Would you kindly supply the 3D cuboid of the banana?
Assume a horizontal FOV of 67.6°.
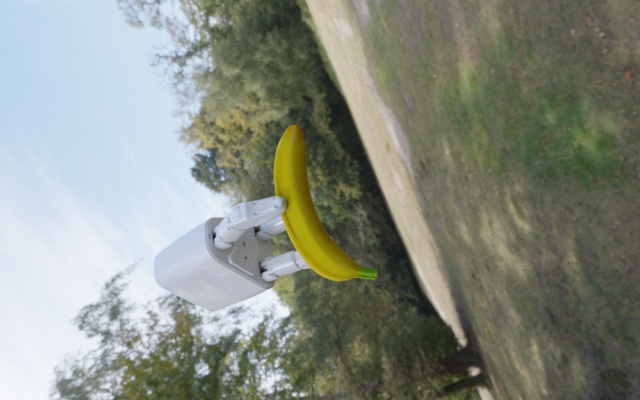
[{"bbox_3d":[-0.013,0.010,0.523,0.069,0.197,0.037,-20,-11,-36],"label":"banana"}]
